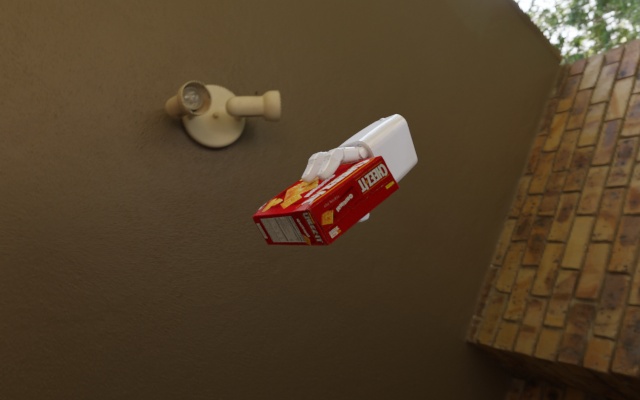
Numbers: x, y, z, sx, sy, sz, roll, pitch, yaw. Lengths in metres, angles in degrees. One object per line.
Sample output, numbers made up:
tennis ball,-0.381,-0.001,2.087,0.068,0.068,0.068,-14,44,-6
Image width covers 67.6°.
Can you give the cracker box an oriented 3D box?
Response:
cracker box,0.000,0.003,0.805,0.164,0.072,0.214,-37,14,-28
